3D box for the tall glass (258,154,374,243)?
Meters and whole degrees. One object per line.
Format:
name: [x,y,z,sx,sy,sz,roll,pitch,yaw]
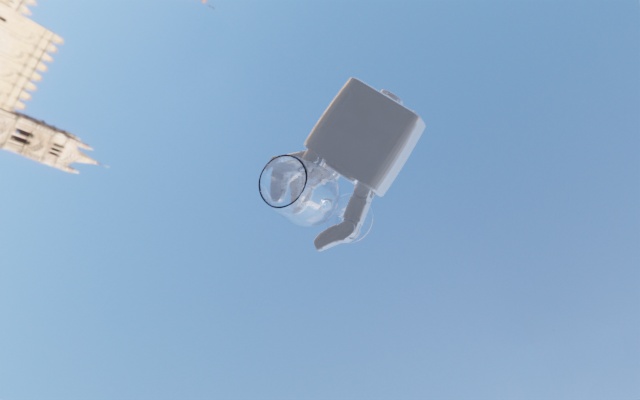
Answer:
tall glass: [0.000,0.002,0.610,0.079,0.079,0.201,0,-13,26]
